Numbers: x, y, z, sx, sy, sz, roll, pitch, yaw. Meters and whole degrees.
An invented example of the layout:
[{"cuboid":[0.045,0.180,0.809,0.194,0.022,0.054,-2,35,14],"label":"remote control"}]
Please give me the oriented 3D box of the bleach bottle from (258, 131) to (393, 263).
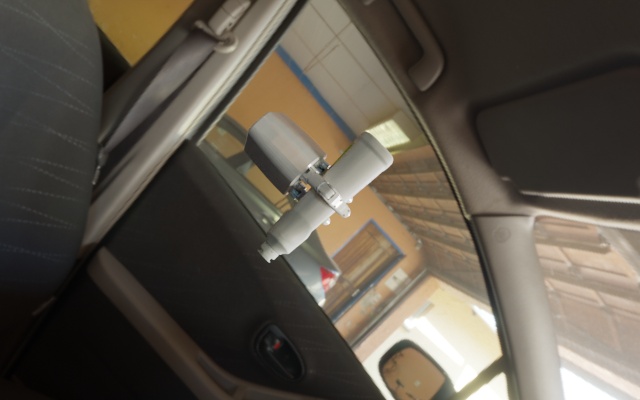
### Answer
[{"cuboid":[0.000,0.002,0.759,0.251,0.068,0.102,-44,-1,-3],"label":"bleach bottle"}]
